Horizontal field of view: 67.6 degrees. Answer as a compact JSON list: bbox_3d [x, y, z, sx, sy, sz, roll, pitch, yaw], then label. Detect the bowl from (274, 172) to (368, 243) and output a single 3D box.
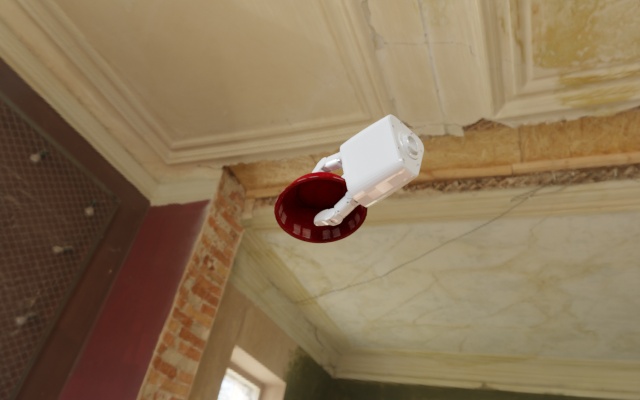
[{"bbox_3d":[-0.001,0.003,0.845,0.162,0.162,0.055,0,43,-3],"label":"bowl"}]
